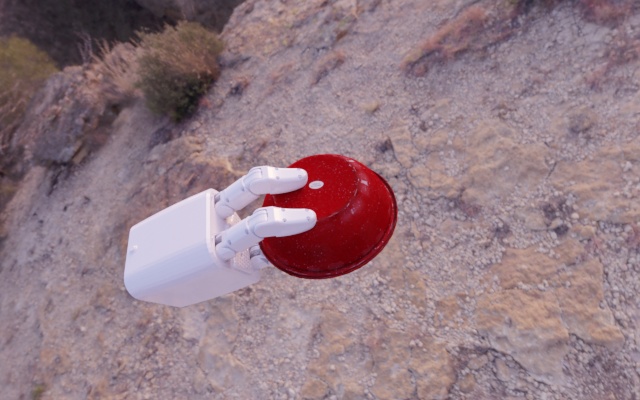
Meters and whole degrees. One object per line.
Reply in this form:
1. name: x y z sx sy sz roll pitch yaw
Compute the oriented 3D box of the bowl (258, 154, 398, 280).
1. bowl: 0.001 0.001 0.515 0.162 0.162 0.055 0 -38 16
